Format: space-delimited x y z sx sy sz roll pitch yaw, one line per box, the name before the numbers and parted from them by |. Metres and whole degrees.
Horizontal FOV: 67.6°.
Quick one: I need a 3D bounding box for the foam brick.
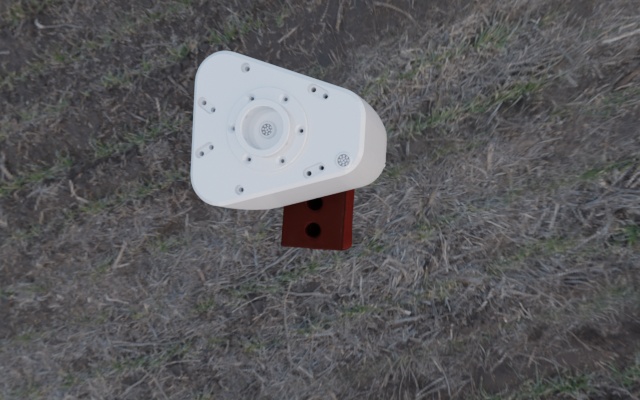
foam brick | 0.000 0.002 0.403 0.053 0.078 0.051 3 2 12
